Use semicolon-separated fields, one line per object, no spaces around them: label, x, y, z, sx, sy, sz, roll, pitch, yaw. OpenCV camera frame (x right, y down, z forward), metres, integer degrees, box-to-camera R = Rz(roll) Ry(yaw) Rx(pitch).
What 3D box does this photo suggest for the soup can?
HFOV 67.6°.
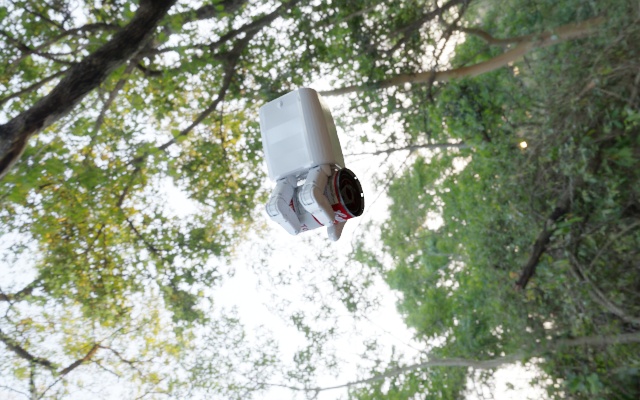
soup can;0.000;0.003;0.648;0.102;0.068;0.068;-18;-9;30
